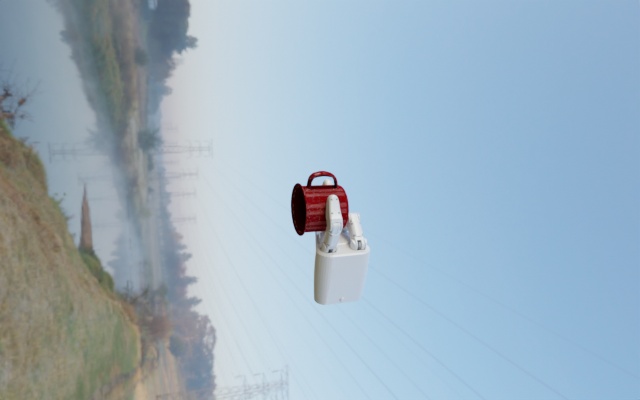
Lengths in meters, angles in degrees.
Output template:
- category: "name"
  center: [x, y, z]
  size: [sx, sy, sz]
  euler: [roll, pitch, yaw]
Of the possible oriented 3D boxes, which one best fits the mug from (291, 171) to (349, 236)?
- category: "mug"
  center: [0.000, 0.001, 0.839]
  size: [0.081, 0.117, 0.093]
  euler: [-3, 25, -20]
